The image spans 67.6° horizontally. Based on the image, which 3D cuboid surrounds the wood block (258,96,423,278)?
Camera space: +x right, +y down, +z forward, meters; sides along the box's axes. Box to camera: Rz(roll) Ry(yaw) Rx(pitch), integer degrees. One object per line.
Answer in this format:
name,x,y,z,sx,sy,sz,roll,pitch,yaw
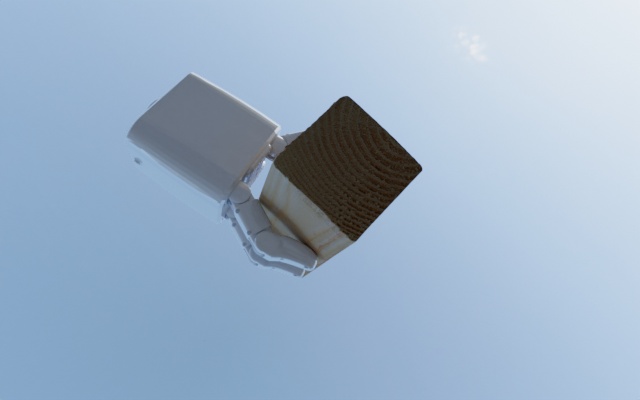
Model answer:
wood block,0.000,0.001,0.463,0.090,0.090,0.206,-45,-2,-21
